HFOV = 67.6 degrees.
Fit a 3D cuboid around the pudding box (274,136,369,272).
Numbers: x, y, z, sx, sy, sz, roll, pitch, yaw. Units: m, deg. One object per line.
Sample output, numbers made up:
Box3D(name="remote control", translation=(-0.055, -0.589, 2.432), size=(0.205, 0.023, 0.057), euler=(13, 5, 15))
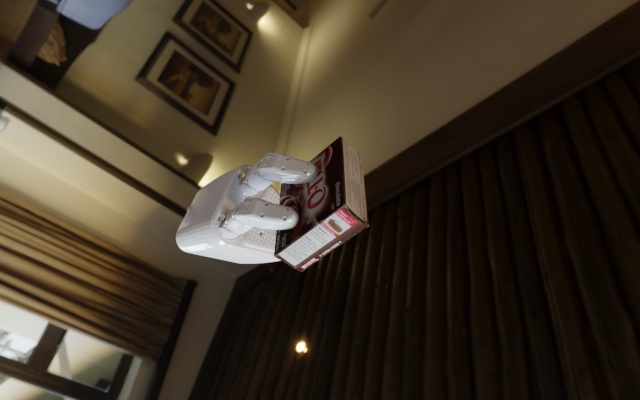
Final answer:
Box3D(name="pudding box", translation=(0.000, 0.002, 0.467), size=(0.039, 0.113, 0.090), euler=(36, -59, -28))
